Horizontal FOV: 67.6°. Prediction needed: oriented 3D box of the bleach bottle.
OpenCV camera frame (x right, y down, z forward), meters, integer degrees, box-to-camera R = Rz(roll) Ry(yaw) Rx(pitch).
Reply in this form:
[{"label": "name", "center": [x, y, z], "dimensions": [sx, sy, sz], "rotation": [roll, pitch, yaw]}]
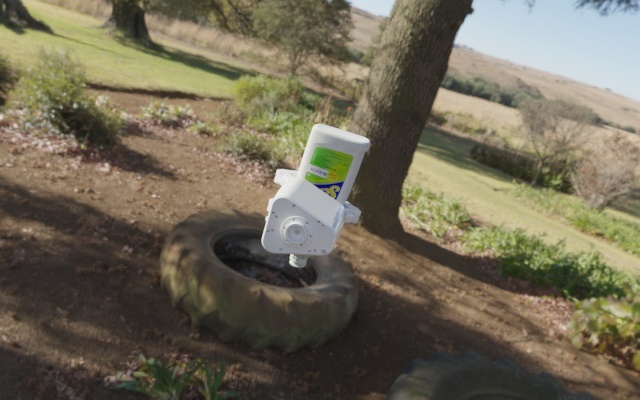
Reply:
[{"label": "bleach bottle", "center": [0.000, 0.003, 0.822], "dimensions": [0.102, 0.251, 0.068], "rotation": [18, 18, 3]}]
